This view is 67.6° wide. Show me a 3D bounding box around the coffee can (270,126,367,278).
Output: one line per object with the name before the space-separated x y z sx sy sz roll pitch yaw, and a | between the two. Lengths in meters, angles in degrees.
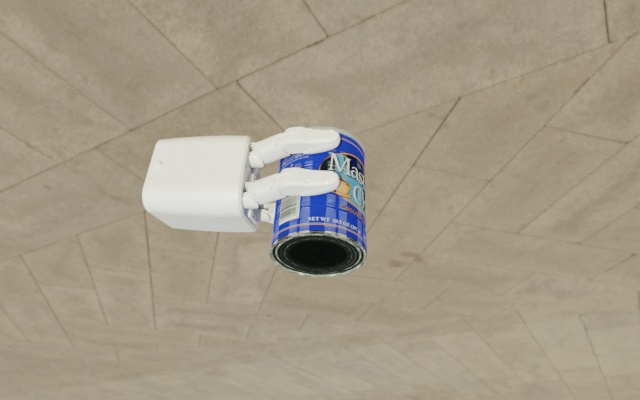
coffee can | 0.000 0.002 0.540 0.103 0.140 0.103 2 -34 1
